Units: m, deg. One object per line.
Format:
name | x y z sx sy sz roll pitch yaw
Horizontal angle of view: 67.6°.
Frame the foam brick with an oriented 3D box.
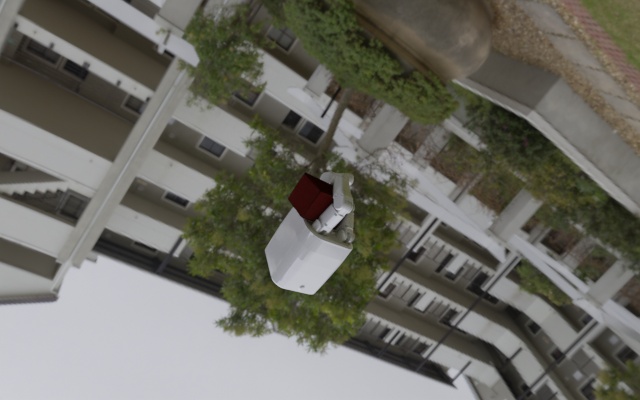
foam brick | 0.000 0.002 0.728 0.078 0.051 0.053 23 20 -42
